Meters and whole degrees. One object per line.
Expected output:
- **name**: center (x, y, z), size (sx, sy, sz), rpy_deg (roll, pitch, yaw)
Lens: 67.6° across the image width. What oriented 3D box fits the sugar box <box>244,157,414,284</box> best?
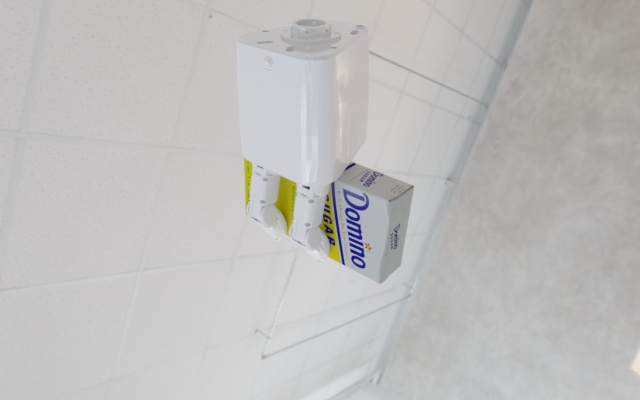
- **sugar box**: center (0.000, 0.002, 0.470), size (0.176, 0.093, 0.048), rpy_deg (25, 38, 33)
